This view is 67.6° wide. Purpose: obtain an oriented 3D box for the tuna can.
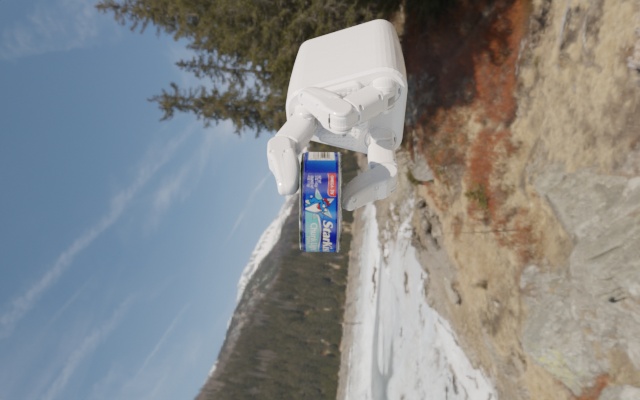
[{"bbox_3d":[-0.001,0.001,0.405,0.034,0.086,0.086,1,0,0],"label":"tuna can"}]
